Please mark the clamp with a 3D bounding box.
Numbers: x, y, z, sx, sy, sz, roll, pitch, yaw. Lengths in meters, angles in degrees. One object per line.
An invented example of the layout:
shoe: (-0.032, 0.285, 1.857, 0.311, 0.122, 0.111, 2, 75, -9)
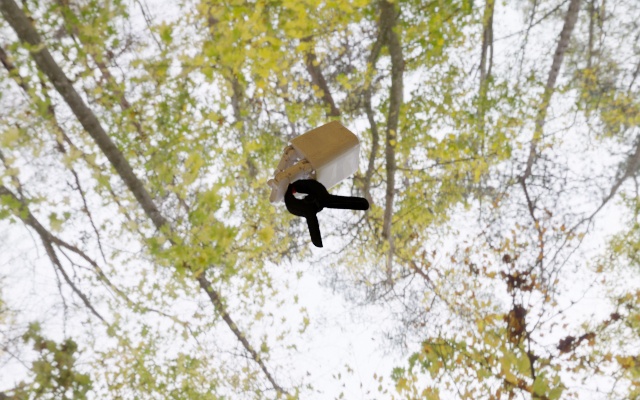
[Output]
clamp: (0.000, 0.003, 0.836, 0.120, 0.039, 0.171, -28, 47, -18)
